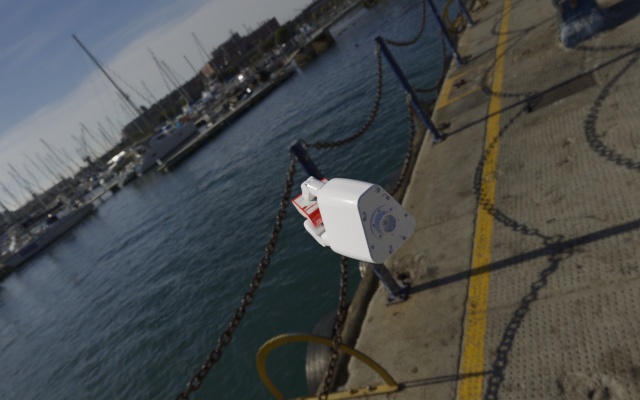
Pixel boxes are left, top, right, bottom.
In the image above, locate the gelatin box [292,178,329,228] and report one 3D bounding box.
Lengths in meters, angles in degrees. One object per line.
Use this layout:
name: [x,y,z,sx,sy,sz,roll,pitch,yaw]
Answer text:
gelatin box: [0.000,0.002,0.820,0.073,0.030,0.089,-36,26,-8]
